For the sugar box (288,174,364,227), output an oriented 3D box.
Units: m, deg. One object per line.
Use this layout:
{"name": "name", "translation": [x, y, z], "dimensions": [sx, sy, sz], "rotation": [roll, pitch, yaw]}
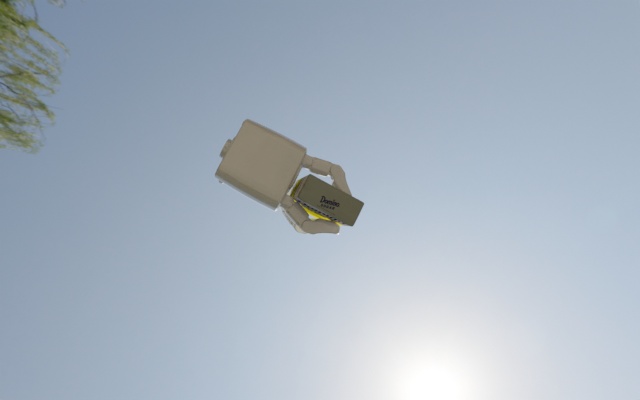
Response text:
{"name": "sugar box", "translation": [0.000, 0.003, 0.756], "dimensions": [0.093, 0.048, 0.176], "rotation": [28, -4, -8]}
